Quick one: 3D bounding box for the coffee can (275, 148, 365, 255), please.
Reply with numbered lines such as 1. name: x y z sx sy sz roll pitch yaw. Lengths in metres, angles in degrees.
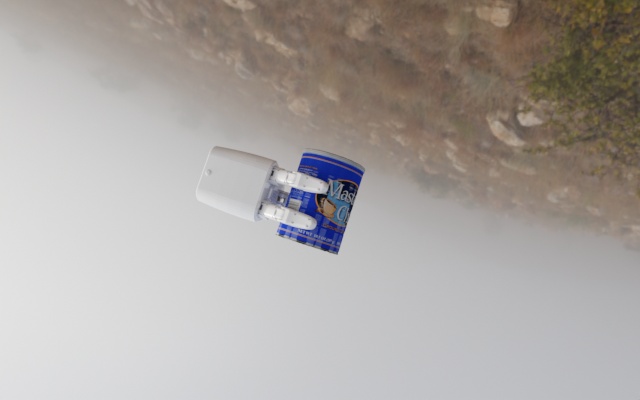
1. coffee can: 0.000 0.002 0.744 0.103 0.140 0.103 18 -4 1
